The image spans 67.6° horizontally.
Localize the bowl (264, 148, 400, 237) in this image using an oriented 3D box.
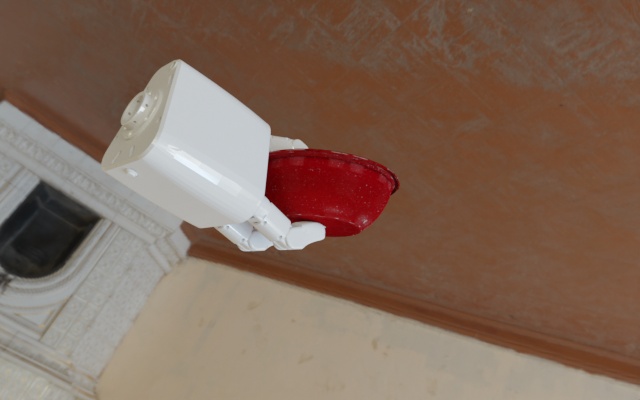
[{"bbox_3d":[0.001,0.002,0.502,0.162,0.055,0.162,6,-16,2],"label":"bowl"}]
